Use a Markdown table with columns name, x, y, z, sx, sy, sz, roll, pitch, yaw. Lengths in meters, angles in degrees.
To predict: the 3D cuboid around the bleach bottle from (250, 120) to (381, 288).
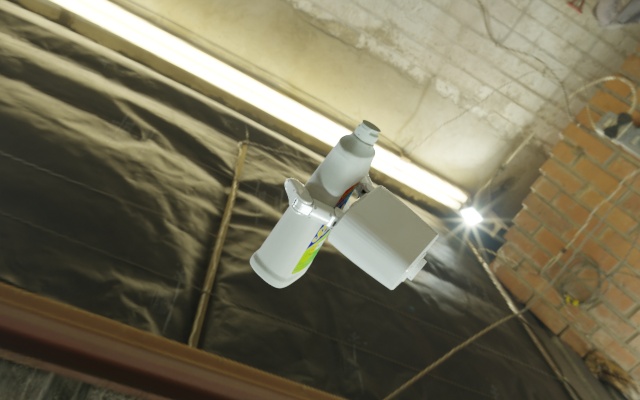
| name | x | y | z | sx | sy | sz | roll | pitch | yaw |
| --- | --- | --- | --- | --- | --- | --- | --- | --- | --- |
| bleach bottle | 0.000 | 0.002 | 0.655 | 0.068 | 0.251 | 0.102 | 39 | 25 | 14 |
